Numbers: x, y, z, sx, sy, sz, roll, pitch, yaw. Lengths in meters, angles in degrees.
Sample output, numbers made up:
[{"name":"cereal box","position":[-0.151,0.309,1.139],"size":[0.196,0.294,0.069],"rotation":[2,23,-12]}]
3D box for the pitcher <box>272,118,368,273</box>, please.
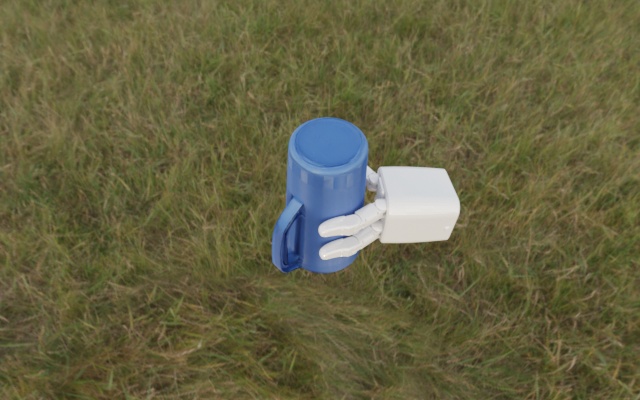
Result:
[{"name":"pitcher","position":[0.000,0.002,0.722],"size":[0.145,0.149,0.243],"rotation":[1,-38,-1]}]
